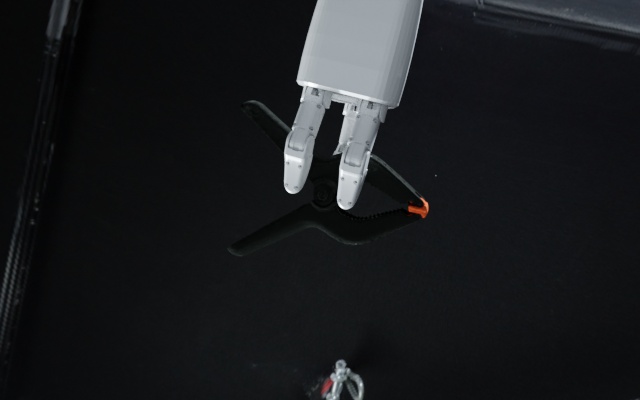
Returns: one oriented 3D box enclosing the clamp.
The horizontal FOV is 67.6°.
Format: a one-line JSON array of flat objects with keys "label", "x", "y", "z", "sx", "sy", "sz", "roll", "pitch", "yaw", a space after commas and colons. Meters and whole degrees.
[{"label": "clamp", "x": 0.001, "y": 0.001, "z": 0.486, "sx": 0.210, "sy": 0.164, "sz": 0.036, "roll": 16, "pitch": 13, "yaw": 12}]
